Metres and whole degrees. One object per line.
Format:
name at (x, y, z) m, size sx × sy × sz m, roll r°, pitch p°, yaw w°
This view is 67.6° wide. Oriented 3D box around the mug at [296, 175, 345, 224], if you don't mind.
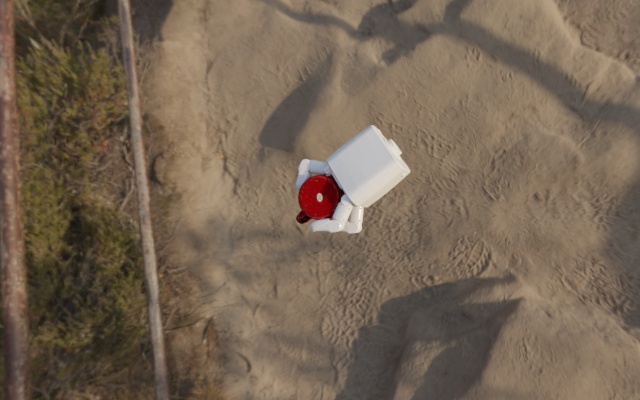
mug at (-0.001, 0.004, 0.894) m, size 0.117 × 0.093 × 0.081 m, roll -38°, pitch -14°, yaw 15°
